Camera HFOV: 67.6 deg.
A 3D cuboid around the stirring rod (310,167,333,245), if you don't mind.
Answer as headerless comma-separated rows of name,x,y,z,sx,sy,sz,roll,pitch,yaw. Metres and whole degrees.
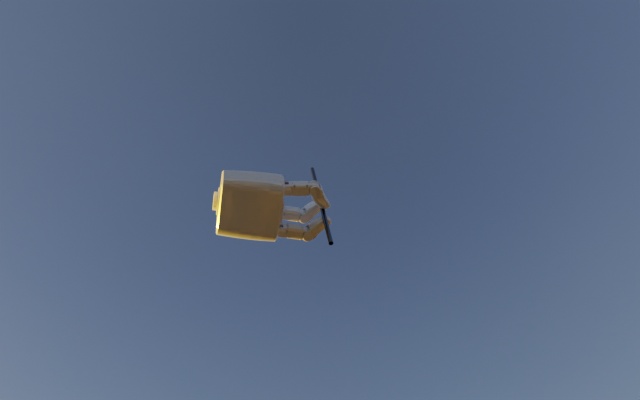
stirring rod,0.000,0.003,0.876,0.011,0.011,0.239,0,34,-10
